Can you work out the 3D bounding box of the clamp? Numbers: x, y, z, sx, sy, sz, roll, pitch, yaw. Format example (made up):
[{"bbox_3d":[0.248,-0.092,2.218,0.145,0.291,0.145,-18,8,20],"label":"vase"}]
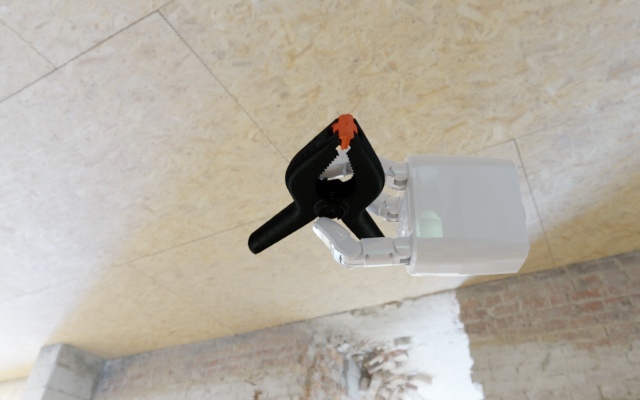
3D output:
[{"bbox_3d":[0.000,0.002,0.478,0.164,0.036,0.210,-1,-38,0],"label":"clamp"}]
